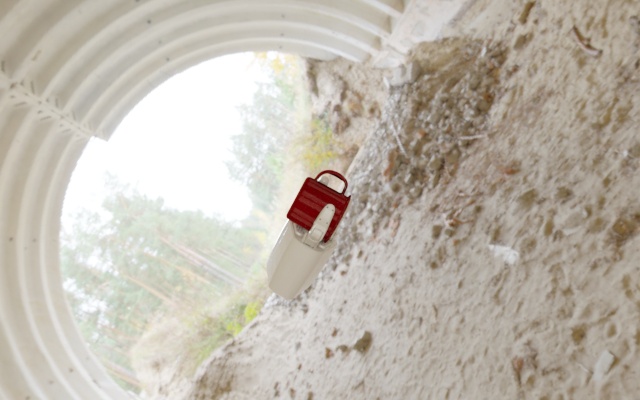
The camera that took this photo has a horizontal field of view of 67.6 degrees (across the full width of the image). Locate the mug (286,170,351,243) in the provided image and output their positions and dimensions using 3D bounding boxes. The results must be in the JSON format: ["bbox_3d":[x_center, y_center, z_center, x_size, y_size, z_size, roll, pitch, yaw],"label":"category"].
[{"bbox_3d":[0.001,0.001,0.802,0.081,0.117,0.093,29,16,-2],"label":"mug"}]
